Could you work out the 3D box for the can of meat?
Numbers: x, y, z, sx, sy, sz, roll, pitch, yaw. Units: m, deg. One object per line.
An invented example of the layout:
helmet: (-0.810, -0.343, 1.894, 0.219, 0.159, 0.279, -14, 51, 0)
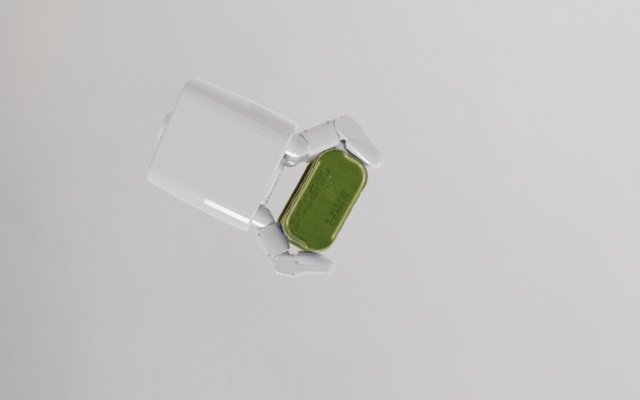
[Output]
can of meat: (0.000, 0.002, 0.474, 0.057, 0.102, 0.084, 29, -6, -4)
